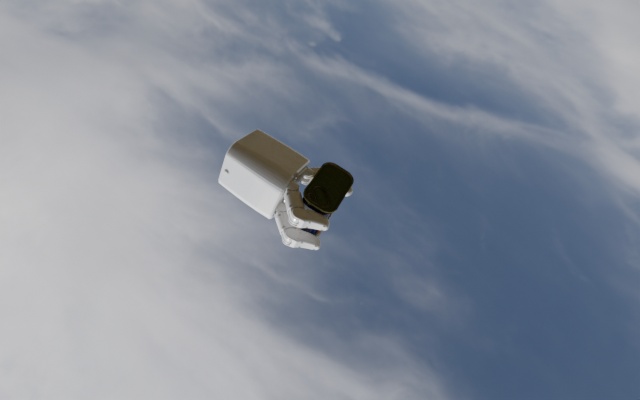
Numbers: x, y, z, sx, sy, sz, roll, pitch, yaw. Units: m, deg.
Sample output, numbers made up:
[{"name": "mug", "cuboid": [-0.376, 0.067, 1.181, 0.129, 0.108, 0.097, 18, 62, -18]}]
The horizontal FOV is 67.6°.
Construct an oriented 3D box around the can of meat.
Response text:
[{"name": "can of meat", "cuboid": [0.000, 0.003, 0.763, 0.057, 0.102, 0.084, 32, -43, 2]}]
